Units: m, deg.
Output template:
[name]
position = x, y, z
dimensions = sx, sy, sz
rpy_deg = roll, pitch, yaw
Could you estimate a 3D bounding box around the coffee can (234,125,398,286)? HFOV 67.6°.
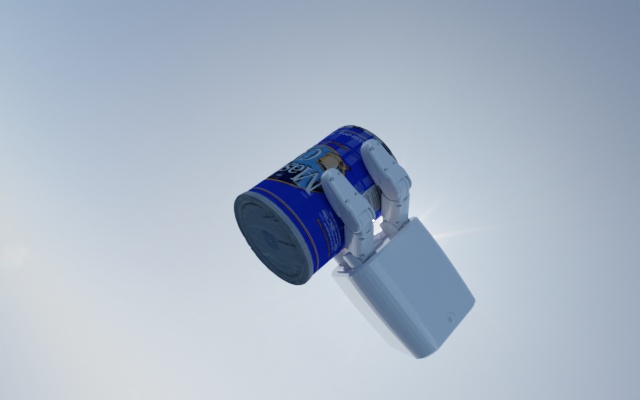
[coffee can]
position = 0.000, 0.002, 0.477
dimensions = 0.140, 0.103, 0.103
rpy_deg = -38, 21, -30
